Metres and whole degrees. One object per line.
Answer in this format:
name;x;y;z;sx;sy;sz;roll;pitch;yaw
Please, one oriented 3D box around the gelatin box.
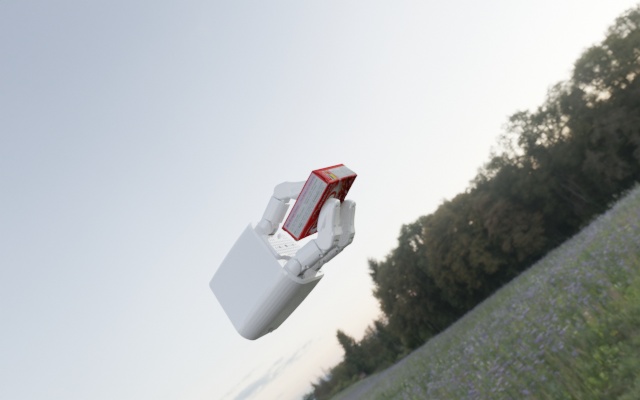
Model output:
gelatin box;0.000;0.001;0.578;0.030;0.089;0.073;38;26;20
